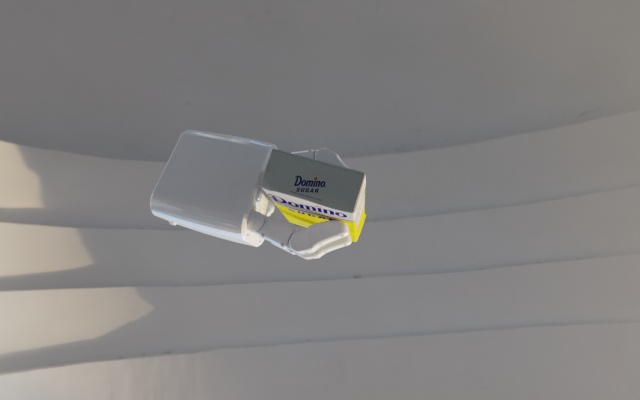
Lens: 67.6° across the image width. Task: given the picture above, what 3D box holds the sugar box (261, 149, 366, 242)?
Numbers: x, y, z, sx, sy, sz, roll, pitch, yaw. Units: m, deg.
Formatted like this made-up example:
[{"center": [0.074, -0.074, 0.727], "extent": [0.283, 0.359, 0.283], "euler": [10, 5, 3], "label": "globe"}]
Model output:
[{"center": [0.000, 0.002, 0.515], "extent": [0.093, 0.048, 0.176], "euler": [16, -9, 9], "label": "sugar box"}]
